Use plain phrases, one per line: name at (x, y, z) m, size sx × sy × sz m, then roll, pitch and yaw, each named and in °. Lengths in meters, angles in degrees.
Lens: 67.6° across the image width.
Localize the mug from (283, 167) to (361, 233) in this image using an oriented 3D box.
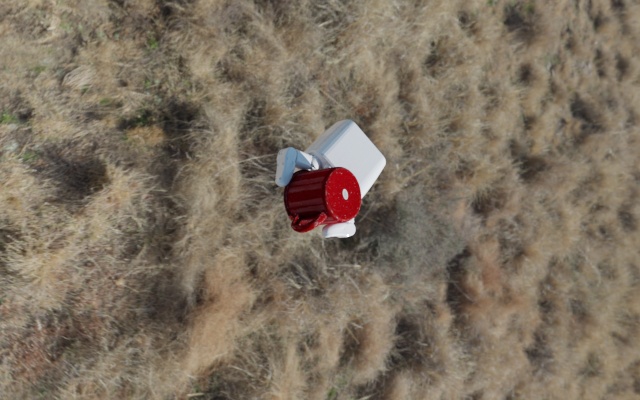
mug at (-0.001, 0.003, 0.700) m, size 0.081 × 0.093 × 0.117 m, roll -8°, pitch 34°, yaw 45°
